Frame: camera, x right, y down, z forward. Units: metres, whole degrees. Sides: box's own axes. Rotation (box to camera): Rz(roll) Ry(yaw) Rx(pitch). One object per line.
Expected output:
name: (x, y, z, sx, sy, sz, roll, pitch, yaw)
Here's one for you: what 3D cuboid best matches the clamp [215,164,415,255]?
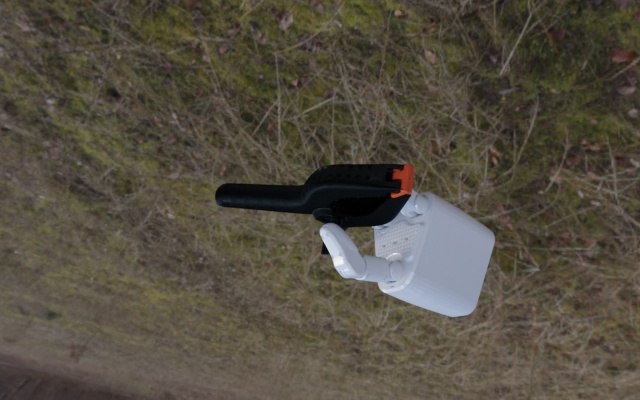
clamp: (0.000, 0.002, 0.473, 0.164, 0.036, 0.210, 24, -28, -26)
